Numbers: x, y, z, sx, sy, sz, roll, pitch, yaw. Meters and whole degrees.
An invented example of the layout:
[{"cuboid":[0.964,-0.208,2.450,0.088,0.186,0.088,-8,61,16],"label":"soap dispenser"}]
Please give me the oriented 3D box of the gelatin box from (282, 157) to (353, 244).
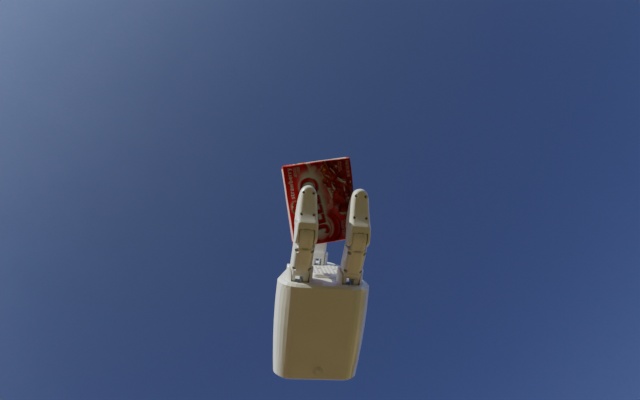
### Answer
[{"cuboid":[0.000,0.001,0.517,0.073,0.089,0.030,-8,4,-7],"label":"gelatin box"}]
